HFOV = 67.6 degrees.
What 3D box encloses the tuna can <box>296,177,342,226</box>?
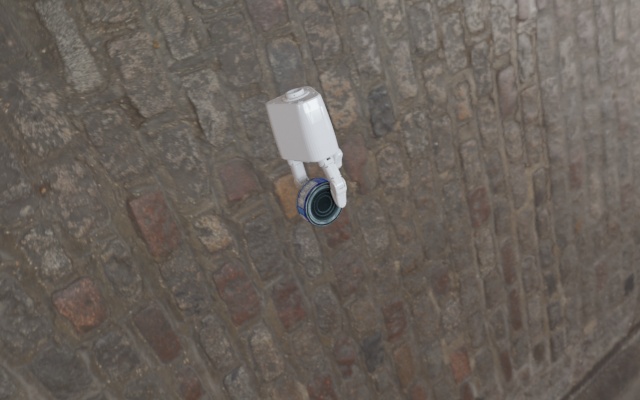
[{"bbox_3d":[0.000,0.003,0.868,0.086,0.086,0.033,0,16,-35],"label":"tuna can"}]
